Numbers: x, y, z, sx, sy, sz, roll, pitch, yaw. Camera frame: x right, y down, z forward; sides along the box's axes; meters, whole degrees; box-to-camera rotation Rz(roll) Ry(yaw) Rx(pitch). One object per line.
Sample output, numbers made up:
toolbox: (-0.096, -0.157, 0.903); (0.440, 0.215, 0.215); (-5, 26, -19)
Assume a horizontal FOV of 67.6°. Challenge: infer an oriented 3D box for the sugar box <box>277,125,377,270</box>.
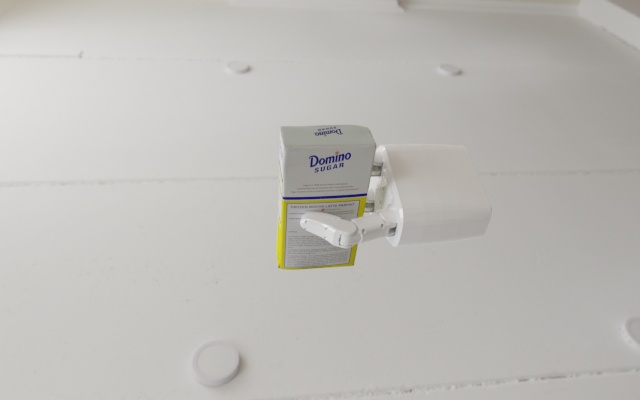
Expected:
sugar box: (0.000, 0.001, 0.522); (0.093, 0.176, 0.048); (-2, 39, -11)
